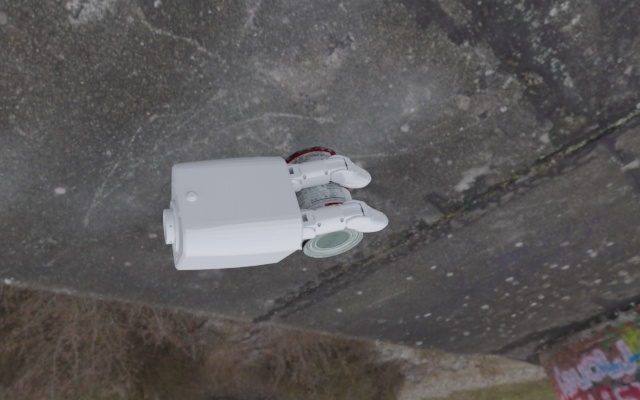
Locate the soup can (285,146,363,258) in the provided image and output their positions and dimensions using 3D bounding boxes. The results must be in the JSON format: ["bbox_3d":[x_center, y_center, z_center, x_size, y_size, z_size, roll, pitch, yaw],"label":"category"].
[{"bbox_3d":[0.001,0.002,0.517,0.068,0.102,0.068,-13,-30,-8],"label":"soup can"}]
